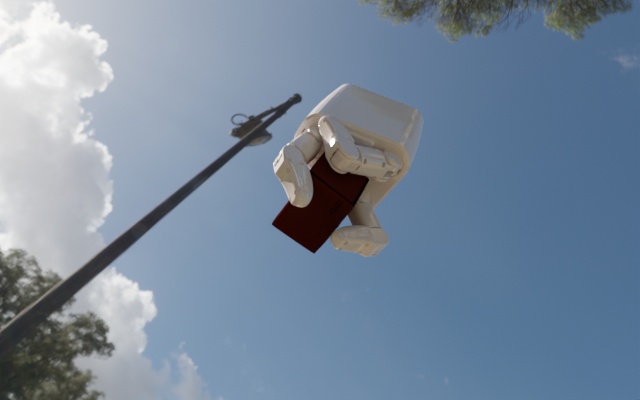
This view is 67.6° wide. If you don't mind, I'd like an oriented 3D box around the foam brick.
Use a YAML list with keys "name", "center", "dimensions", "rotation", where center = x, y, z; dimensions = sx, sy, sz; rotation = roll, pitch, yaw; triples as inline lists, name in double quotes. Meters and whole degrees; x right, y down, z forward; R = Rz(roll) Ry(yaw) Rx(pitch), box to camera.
- name: "foam brick"
  center: [0.000, 0.002, 0.458]
  dimensions: [0.053, 0.078, 0.051]
  rotation: [37, 37, -3]
